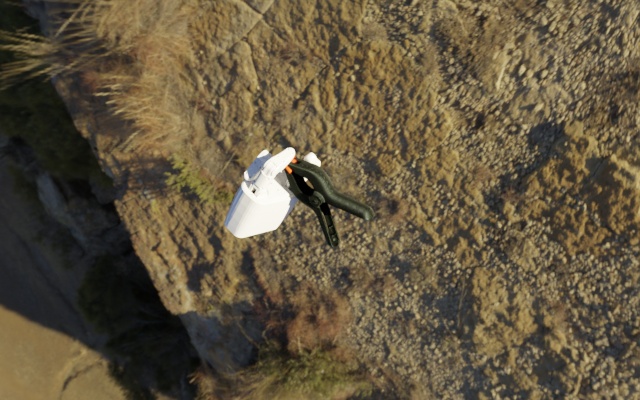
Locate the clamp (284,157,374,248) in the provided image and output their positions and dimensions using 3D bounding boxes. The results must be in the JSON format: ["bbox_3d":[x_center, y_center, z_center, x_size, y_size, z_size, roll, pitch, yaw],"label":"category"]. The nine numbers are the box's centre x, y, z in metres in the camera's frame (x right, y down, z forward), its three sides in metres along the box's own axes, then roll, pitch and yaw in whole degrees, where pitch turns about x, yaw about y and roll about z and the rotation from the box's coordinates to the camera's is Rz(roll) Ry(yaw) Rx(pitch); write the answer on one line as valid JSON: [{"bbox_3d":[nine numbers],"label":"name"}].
[{"bbox_3d":[0.000,0.003,0.808,0.039,0.171,0.120,-36,-15,-51],"label":"clamp"}]
